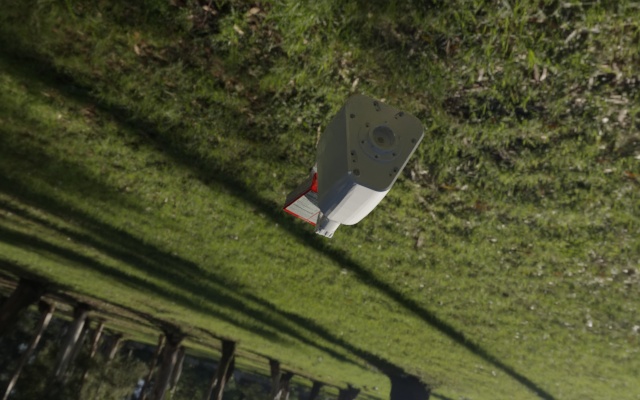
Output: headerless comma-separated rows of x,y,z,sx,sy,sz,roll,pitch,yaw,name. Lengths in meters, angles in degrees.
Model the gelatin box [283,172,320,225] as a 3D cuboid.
0.000,0.003,0.668,0.073,0.030,0.089,26,-32,-20,gelatin box
